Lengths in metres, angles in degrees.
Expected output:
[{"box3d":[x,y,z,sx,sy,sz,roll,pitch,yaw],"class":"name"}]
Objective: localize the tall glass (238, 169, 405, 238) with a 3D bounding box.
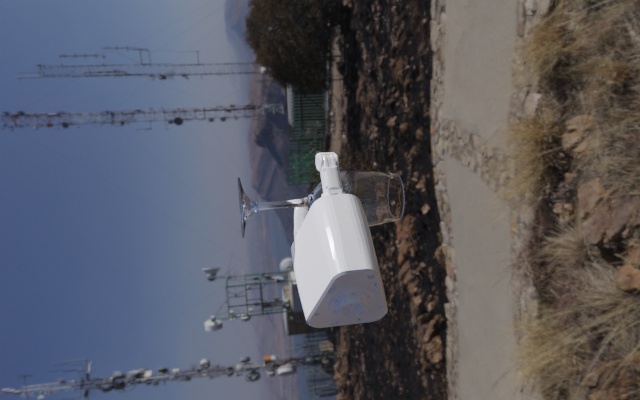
[{"box3d":[-0.001,0.002,0.598,0.201,0.079,0.079,-4,1,-9],"class":"tall glass"}]
